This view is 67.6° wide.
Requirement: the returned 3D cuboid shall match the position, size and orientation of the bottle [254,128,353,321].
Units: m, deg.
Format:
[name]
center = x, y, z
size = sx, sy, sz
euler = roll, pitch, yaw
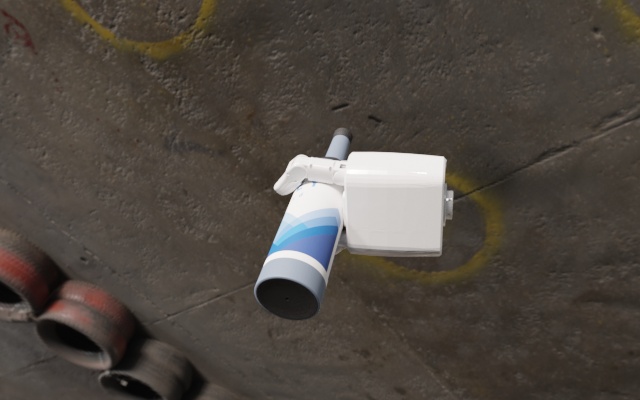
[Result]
[bottle]
center = 0.000, 0.002, 0.567
size = 0.069, 0.069, 0.295
euler = 0, 40, 17
